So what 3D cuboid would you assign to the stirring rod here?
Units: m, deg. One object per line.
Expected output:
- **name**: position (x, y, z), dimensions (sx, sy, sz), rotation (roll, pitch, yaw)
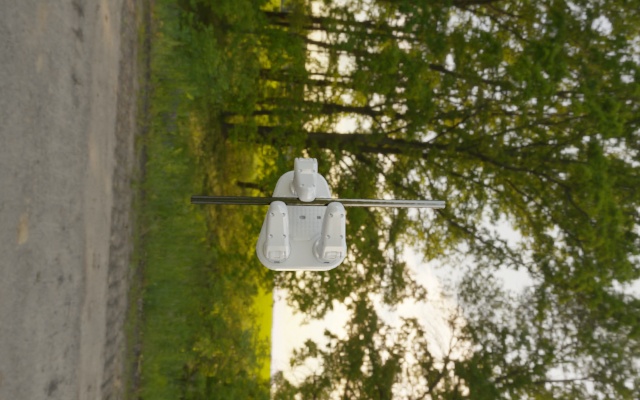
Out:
- **stirring rod**: position (0.000, 0.001, 0.453), dimensions (0.239, 0.011, 0.011), rotation (1, 0, -5)
